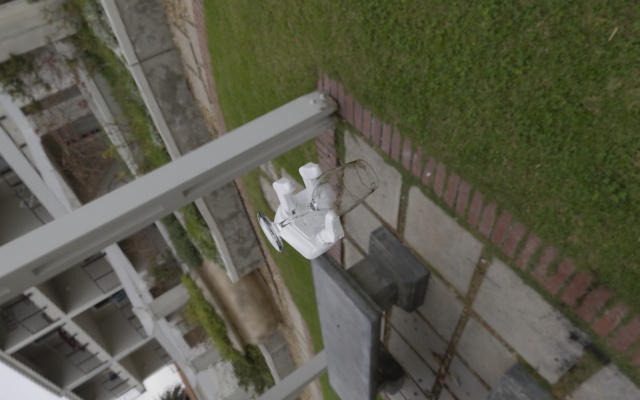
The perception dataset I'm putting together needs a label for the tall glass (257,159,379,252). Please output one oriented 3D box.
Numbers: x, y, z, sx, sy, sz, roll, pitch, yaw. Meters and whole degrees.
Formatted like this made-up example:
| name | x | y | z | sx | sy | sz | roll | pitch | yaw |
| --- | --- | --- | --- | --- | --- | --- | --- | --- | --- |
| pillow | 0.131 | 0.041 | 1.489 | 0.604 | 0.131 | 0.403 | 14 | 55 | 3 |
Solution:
| name | x | y | z | sx | sy | sz | roll | pitch | yaw |
| --- | --- | --- | --- | --- | --- | --- | --- | --- | --- |
| tall glass | 0.000 | 0.003 | 0.791 | 0.201 | 0.079 | 0.079 | -31 | 11 | -19 |
